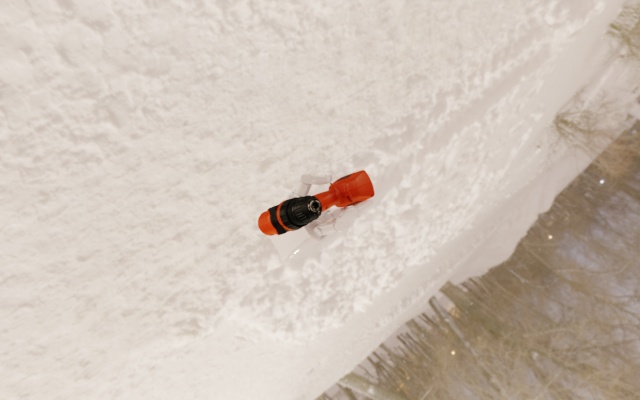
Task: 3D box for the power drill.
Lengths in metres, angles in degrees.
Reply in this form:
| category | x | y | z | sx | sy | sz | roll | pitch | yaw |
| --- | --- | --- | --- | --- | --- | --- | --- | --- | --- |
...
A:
| category | x | y | z | sx | sy | sz | roll | pitch | yaw |
| --- | --- | --- | --- | --- | --- | --- | --- | --- | --- |
| power drill | 0.000 | 0.003 | 0.822 | 0.187 | 0.057 | 0.184 | -21 | 2 | -32 |
